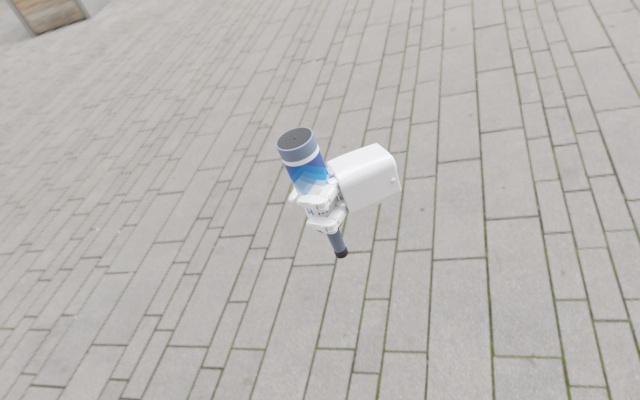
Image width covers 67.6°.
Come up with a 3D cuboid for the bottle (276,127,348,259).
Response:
[{"bbox_3d":[0.000,0.003,0.891,0.069,0.296,0.069,-13,39,11],"label":"bottle"}]
